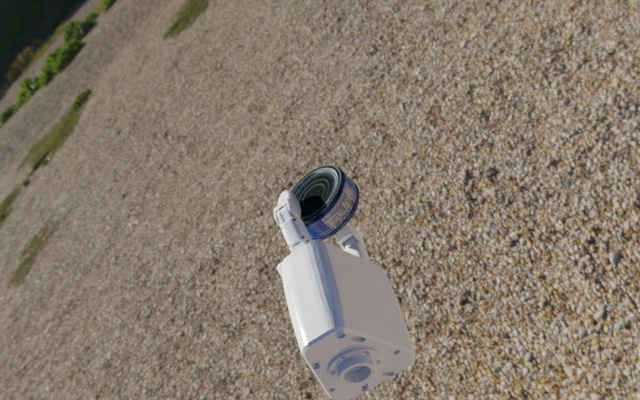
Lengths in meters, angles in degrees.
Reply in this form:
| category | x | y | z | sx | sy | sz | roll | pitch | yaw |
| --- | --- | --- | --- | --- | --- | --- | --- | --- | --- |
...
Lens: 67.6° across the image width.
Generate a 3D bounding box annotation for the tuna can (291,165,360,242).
| category | x | y | z | sx | sy | sz | roll | pitch | yaw |
| --- | --- | --- | --- | --- | --- | --- | --- | --- | --- |
| tuna can | 0.000 | 0.001 | 0.542 | 0.086 | 0.086 | 0.034 | 0 | -35 | 49 |
